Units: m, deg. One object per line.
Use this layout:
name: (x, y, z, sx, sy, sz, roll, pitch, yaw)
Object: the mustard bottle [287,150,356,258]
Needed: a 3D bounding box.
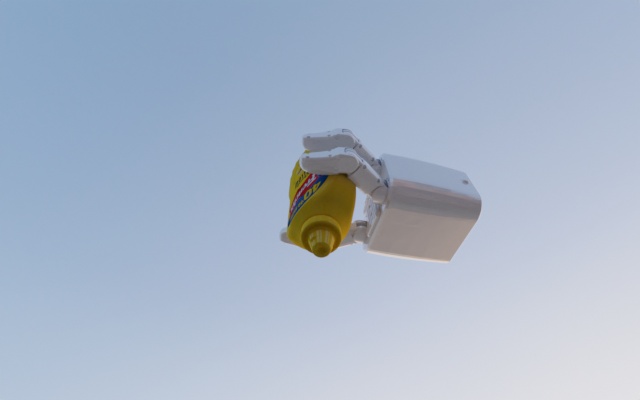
mustard bottle: (0.000, 0.001, 0.532, 0.058, 0.096, 0.191, 33, 23, -18)
